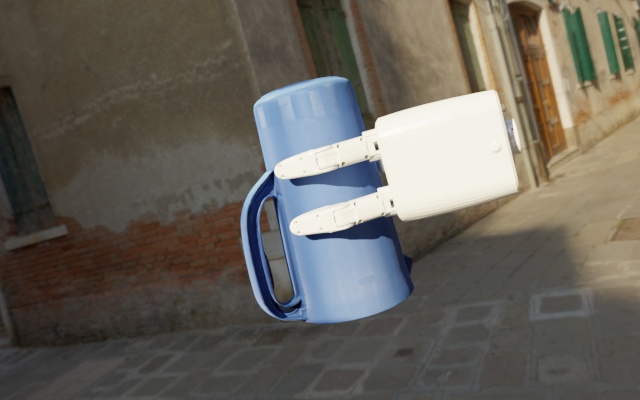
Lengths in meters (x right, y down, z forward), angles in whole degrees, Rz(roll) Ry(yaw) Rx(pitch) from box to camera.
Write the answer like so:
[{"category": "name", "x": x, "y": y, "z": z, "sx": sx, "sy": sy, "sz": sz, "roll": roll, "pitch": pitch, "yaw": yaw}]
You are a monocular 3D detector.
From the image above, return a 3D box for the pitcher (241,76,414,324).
[{"category": "pitcher", "x": 0.000, "y": 0.002, "z": 0.511, "sx": 0.145, "sy": 0.243, "sz": 0.149, "roll": -13, "pitch": 6, "yaw": 20}]
